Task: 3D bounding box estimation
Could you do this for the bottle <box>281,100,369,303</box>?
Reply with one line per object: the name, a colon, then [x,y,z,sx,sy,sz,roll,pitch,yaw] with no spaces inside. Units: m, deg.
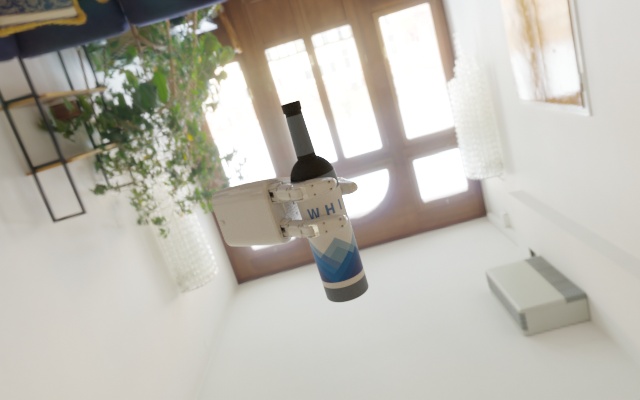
bottle: [0.000,0.002,0.690,0.069,0.296,0.069,-16,15,4]
